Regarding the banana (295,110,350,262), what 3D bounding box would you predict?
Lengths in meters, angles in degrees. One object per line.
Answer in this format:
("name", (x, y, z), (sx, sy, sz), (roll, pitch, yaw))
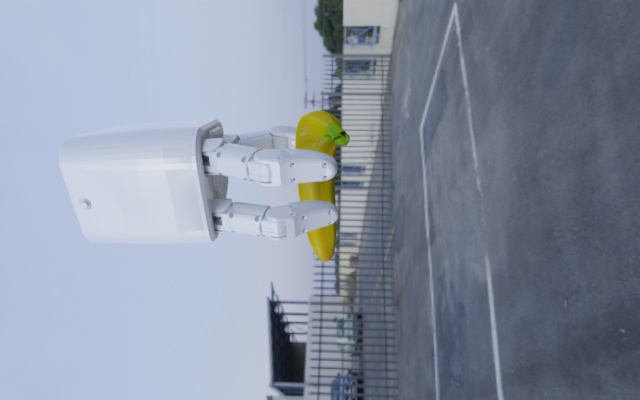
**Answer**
("banana", (-0.002, -0.016, 0.429), (0.037, 0.069, 0.198), (-6, -33, -4))
